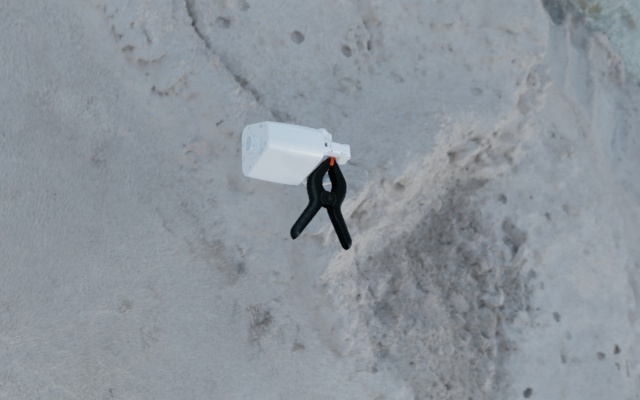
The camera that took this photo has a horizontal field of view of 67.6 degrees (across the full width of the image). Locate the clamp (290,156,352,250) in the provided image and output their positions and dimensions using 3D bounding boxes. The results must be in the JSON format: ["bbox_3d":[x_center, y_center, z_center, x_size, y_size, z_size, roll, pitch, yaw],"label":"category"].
[{"bbox_3d":[0.001,0.003,0.857,0.120,0.171,0.039,6,-17,-34],"label":"clamp"}]
